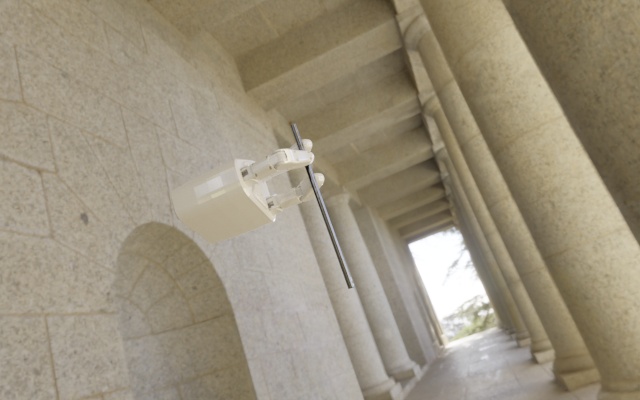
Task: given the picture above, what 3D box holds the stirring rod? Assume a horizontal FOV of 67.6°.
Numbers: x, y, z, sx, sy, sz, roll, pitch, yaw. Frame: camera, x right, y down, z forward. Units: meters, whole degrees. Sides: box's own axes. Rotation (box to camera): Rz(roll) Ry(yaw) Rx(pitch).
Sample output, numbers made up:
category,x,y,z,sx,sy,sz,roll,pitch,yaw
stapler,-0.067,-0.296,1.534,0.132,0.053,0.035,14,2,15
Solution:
category,x,y,z,sx,sy,sz,roll,pitch,yaw
stirring rod,0.000,0.002,0.637,0.011,0.239,0.011,-18,-17,-6
